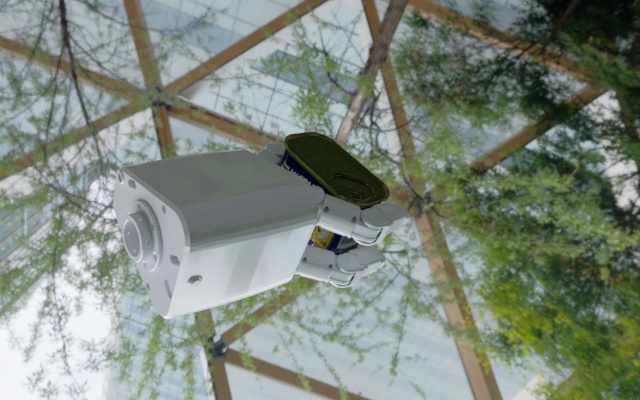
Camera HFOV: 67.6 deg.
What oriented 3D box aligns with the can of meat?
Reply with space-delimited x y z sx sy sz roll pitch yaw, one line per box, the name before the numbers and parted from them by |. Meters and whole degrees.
can of meat | 0.000 0.002 0.431 0.057 0.084 0.102 -15 49 -45
